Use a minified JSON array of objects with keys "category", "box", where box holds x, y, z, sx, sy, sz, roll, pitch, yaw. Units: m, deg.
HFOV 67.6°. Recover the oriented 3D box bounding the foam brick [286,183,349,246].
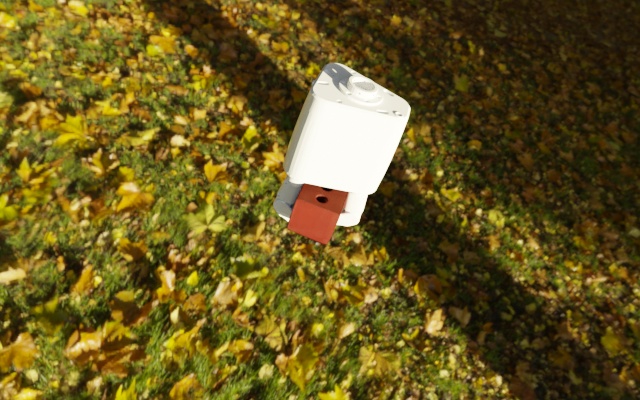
[{"category":"foam brick","box":[0.000,0.002,0.560,0.053,0.051,0.078,22,41,0]}]
